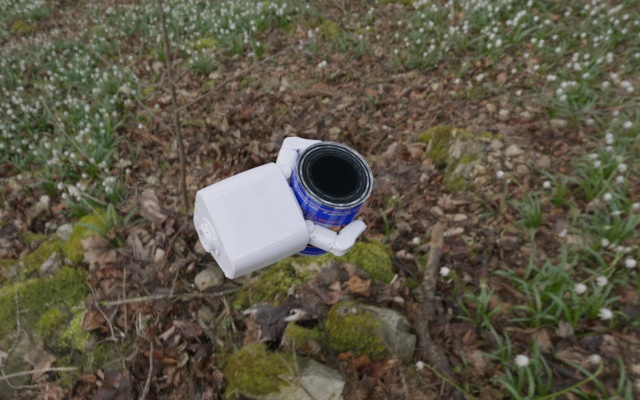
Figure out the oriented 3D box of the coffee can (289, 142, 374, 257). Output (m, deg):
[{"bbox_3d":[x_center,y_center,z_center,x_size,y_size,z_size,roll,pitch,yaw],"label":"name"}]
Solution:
[{"bbox_3d":[0.000,0.002,0.657,0.103,0.102,0.140,0,-31,-18],"label":"coffee can"}]
